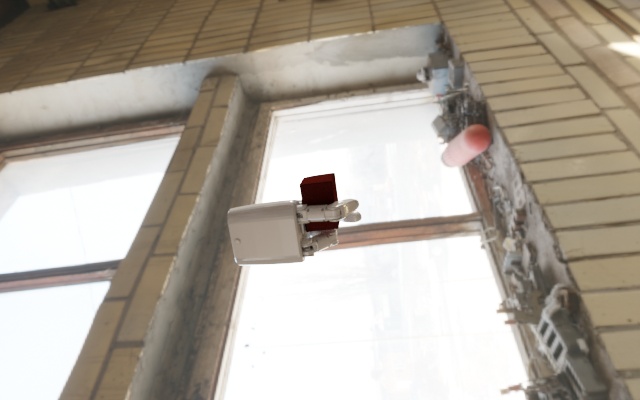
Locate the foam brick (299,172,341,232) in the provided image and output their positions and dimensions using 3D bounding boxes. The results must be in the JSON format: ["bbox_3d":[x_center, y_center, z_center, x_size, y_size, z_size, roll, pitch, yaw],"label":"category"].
[{"bbox_3d":[0.000,0.002,0.734,0.051,0.078,0.053,-5,16,9],"label":"foam brick"}]
